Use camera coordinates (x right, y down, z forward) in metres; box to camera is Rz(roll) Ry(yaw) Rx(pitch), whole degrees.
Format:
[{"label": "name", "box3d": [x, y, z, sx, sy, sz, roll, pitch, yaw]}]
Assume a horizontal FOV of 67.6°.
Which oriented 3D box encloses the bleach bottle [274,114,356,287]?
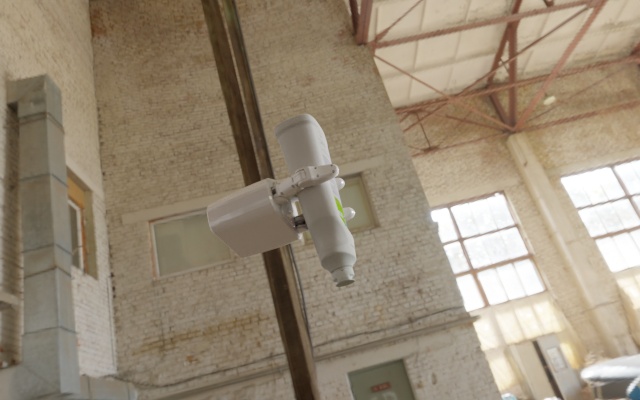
[{"label": "bleach bottle", "box3d": [0.000, 0.002, 0.705, 0.068, 0.250, 0.103, -21, -24, 12]}]
